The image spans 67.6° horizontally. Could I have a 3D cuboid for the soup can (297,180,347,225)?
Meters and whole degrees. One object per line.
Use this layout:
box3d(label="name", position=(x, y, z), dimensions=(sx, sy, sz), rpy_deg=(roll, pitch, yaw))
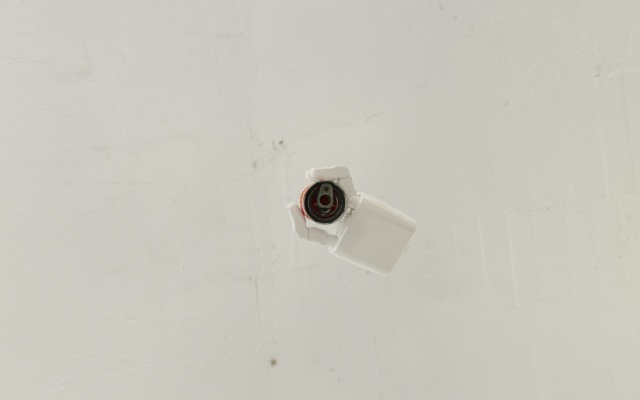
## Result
box3d(label="soup can", position=(0.000, 0.002, 0.771), dimensions=(0.068, 0.068, 0.102), rpy_deg=(0, 1, -9))
